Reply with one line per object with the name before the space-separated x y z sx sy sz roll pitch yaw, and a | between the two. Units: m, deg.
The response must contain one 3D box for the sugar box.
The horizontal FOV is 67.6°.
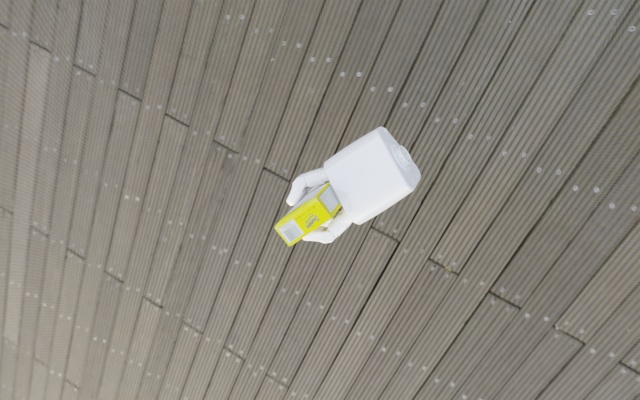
sugar box | 0.001 0.003 0.784 0.093 0.048 0.176 -34 4 28
